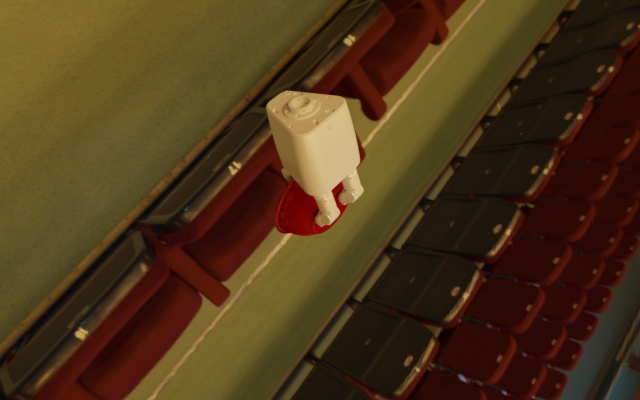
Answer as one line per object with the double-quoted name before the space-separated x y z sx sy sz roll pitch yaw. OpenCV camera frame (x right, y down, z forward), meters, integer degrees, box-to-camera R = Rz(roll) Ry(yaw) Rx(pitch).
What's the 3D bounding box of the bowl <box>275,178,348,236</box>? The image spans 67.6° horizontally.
"bowl" 0.001 0.003 0.786 0.055 0.162 0.162 37 16 23
